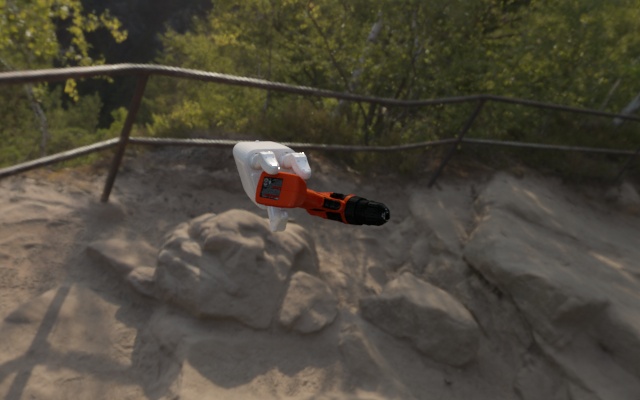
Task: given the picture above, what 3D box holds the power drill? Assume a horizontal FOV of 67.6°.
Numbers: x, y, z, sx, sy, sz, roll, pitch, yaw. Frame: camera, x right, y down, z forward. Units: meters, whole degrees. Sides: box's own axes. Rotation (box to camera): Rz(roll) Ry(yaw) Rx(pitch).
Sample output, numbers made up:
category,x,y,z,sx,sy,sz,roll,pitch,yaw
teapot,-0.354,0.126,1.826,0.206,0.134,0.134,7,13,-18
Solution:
category,x,y,z,sx,sy,sz,roll,pitch,yaw
power drill,0.000,0.002,0.802,0.184,0.057,0.188,6,-9,44
